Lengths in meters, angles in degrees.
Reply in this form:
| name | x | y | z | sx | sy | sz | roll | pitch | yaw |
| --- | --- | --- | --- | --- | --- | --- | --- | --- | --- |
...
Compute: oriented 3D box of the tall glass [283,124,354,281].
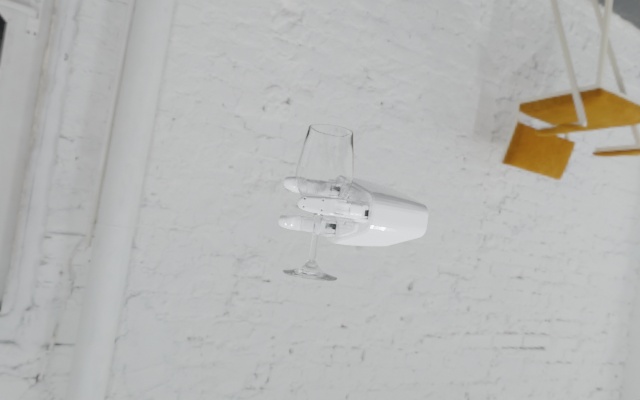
| name | x | y | z | sx | sy | sz | roll | pitch | yaw |
| --- | --- | --- | --- | --- | --- | --- | --- | --- | --- |
| tall glass | 0.000 | 0.003 | 0.644 | 0.079 | 0.201 | 0.079 | 8 | -2 | 0 |
